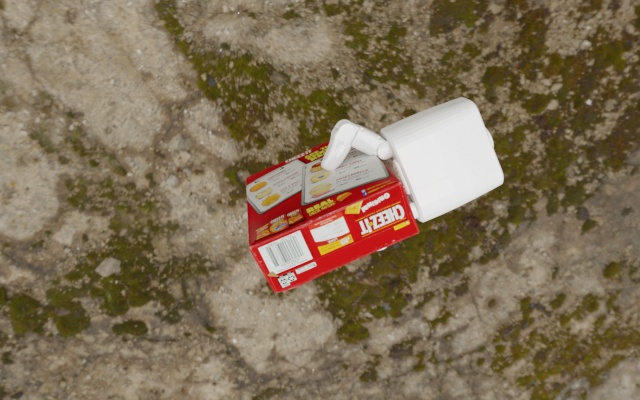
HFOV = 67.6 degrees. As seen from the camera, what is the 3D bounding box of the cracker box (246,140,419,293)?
[{"bbox_3d":[0.000,0.002,0.568,0.164,0.072,0.213,-24,23,0],"label":"cracker box"}]
